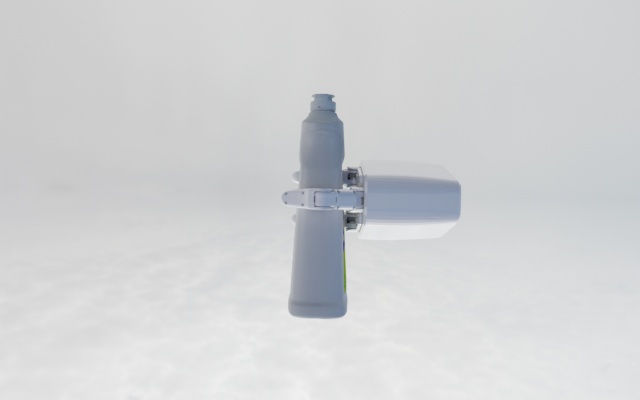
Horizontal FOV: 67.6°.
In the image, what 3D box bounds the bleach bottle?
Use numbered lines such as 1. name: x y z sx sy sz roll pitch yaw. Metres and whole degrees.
1. bleach bottle: 0.000 0.002 0.557 0.068 0.251 0.102 1 1 1
